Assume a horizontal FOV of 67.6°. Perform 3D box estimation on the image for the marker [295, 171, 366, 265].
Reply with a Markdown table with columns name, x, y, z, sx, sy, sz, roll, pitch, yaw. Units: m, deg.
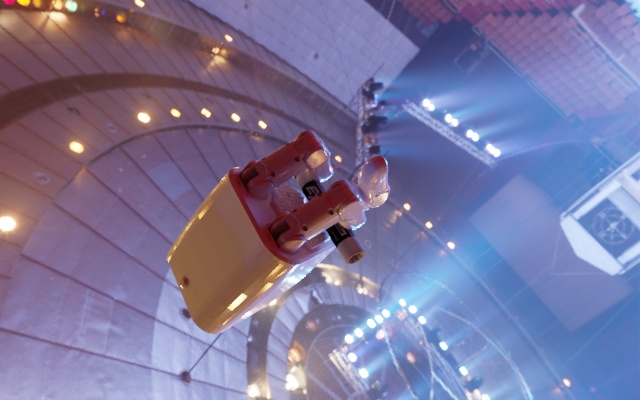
| name | x | y | z | sx | sy | sz | roll | pitch | yaw |
| --- | --- | --- | --- | --- | --- | --- | --- | --- | --- |
| marker | 0.000 | 0.001 | 0.410 | 0.020 | 0.121 | 0.020 | -24 | -29 | -15 |
